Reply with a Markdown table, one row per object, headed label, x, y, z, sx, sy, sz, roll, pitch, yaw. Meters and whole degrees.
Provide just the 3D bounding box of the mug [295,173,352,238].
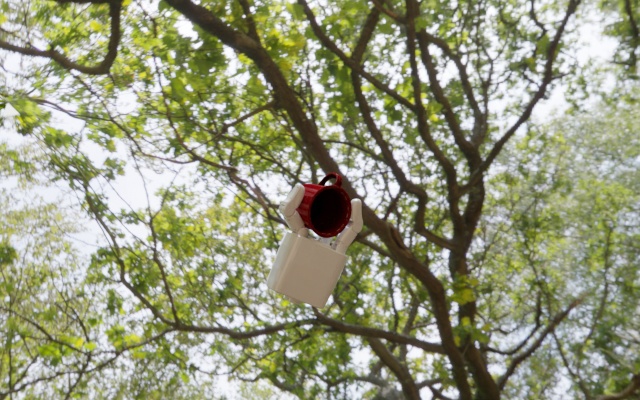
| label | x | y | z | sx | sy | sz | roll | pitch | yaw |
| --- | --- | --- | --- | --- | --- | --- | --- | --- | --- |
| mug | 0.001 | 0.001 | 0.859 | 0.093 | 0.117 | 0.081 | 28 | -8 | -34 |
